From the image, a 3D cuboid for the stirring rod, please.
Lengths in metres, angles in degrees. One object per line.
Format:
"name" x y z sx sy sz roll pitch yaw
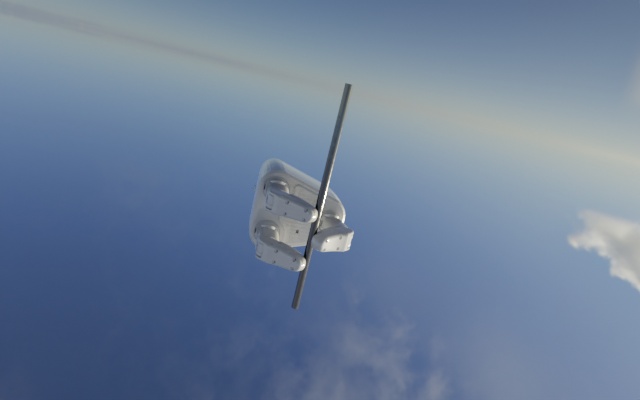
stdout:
"stirring rod" 0.000 0.001 0.488 0.011 0.239 0.011 13 13 -3
